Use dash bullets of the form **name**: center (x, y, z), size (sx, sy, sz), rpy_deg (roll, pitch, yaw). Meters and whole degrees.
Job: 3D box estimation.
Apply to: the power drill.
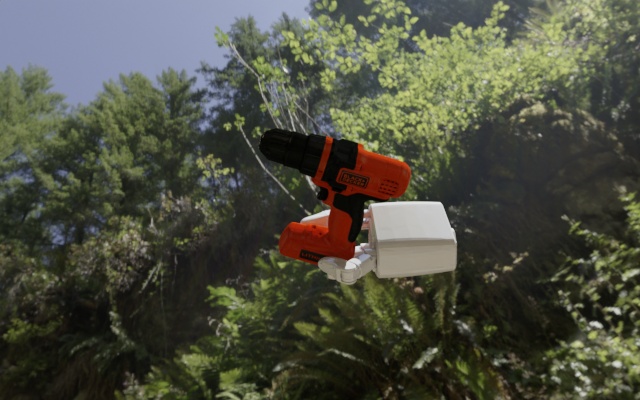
- **power drill**: center (0.000, 0.002, 0.612), size (0.184, 0.188, 0.057), rpy_deg (16, 43, -3)
